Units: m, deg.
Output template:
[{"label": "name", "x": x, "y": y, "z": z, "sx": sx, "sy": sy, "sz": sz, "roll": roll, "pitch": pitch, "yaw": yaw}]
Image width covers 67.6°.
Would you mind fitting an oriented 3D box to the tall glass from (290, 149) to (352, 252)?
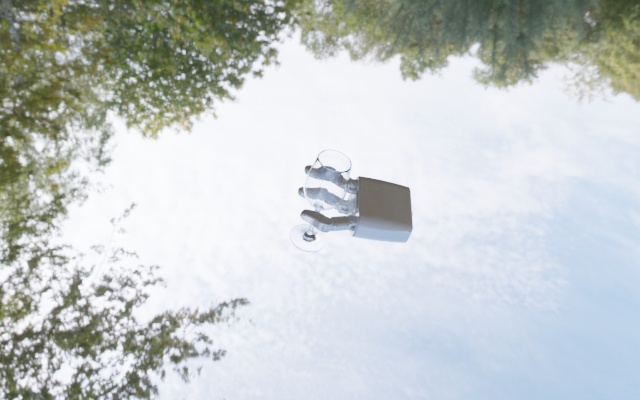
[{"label": "tall glass", "x": 0.000, "y": 0.003, "z": 0.884, "sx": 0.079, "sy": 0.201, "sz": 0.079, "roll": 11, "pitch": 41, "yaw": -9}]
